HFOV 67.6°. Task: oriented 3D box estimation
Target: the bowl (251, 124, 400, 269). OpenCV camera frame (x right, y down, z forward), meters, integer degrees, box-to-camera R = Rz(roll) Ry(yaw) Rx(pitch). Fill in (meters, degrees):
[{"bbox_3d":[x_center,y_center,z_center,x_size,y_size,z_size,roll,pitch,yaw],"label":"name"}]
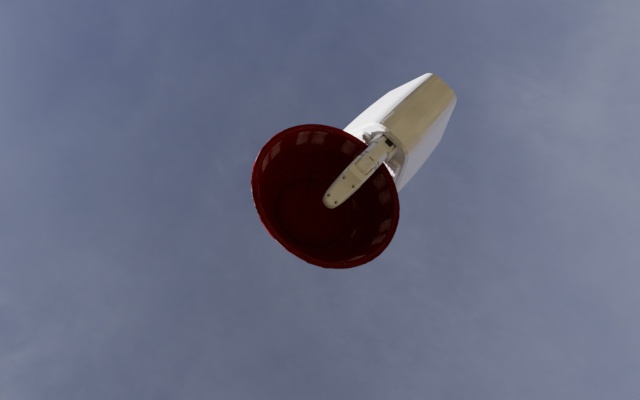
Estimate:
[{"bbox_3d":[-0.001,0.002,0.504,0.162,0.162,0.055,0,-24,-24],"label":"bowl"}]
